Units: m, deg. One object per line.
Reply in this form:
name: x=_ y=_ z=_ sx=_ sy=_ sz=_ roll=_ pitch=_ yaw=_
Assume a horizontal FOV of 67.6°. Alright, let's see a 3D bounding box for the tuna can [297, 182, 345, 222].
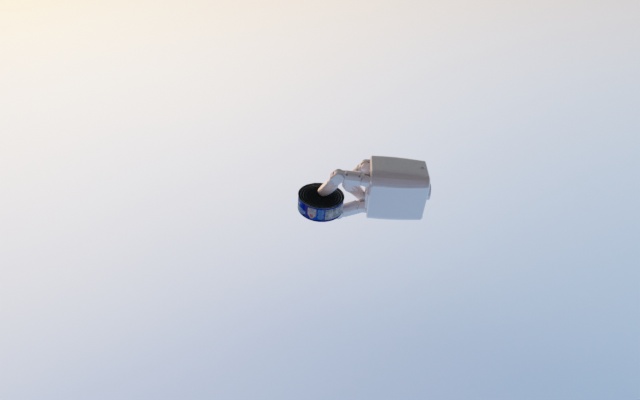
tuna can: x=0.000 y=0.003 z=0.880 sx=0.086 sy=0.034 sz=0.086 roll=4 pitch=33 yaw=-3
